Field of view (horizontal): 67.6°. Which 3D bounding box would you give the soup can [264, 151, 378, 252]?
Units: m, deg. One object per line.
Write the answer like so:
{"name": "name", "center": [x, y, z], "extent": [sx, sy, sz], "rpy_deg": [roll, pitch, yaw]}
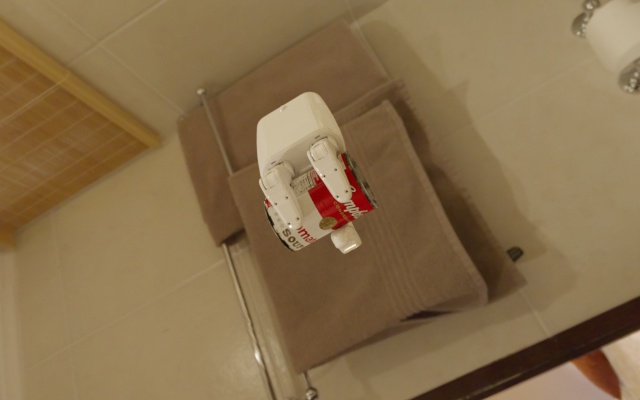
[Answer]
{"name": "soup can", "center": [0.000, 0.002, 0.503], "extent": [0.102, 0.068, 0.068], "rpy_deg": [-29, -5, 10]}
